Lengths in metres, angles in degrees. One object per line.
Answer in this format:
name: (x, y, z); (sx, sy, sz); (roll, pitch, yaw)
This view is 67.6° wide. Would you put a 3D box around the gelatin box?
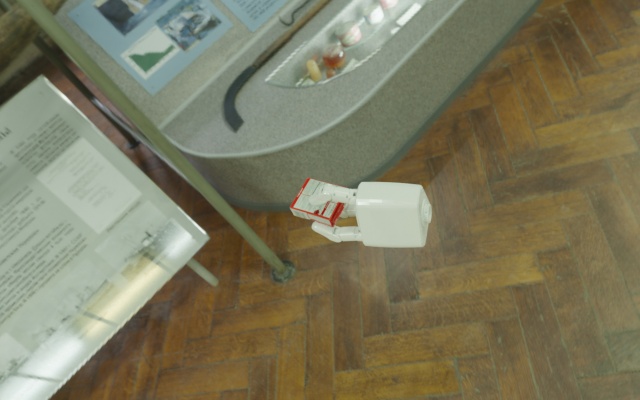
gelatin box: (0.000, 0.003, 0.874); (0.089, 0.073, 0.030); (16, -28, 27)
